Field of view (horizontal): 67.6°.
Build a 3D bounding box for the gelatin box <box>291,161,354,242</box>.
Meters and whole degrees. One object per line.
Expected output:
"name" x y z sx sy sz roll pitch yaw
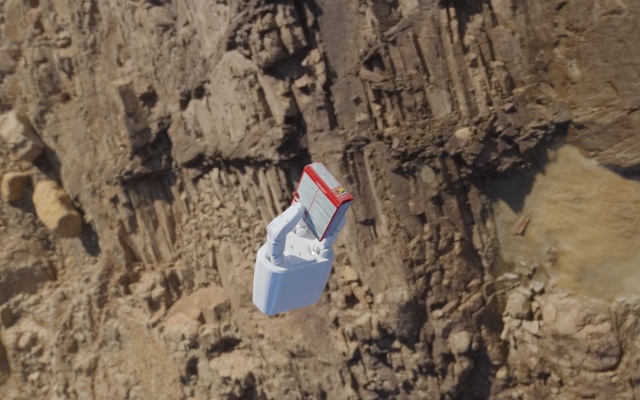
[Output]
"gelatin box" 0.000 0.002 0.653 0.030 0.073 0.089 -25 -25 -34
